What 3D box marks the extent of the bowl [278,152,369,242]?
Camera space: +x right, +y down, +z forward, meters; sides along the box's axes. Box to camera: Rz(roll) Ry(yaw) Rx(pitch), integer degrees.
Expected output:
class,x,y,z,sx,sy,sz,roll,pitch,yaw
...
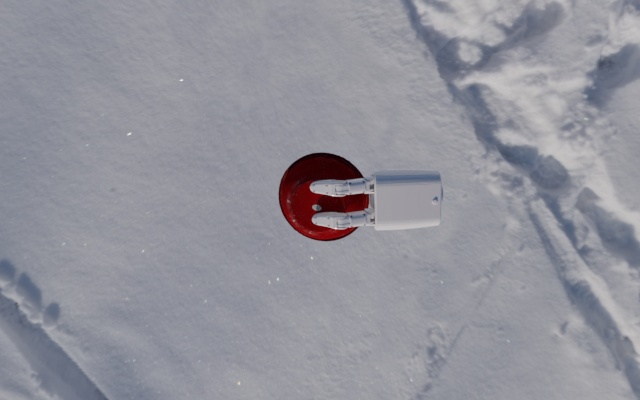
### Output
class,x,y,z,sx,sy,sz,roll,pitch,yaw
bowl,-0.001,0.003,0.809,0.162,0.162,0.055,0,17,11
